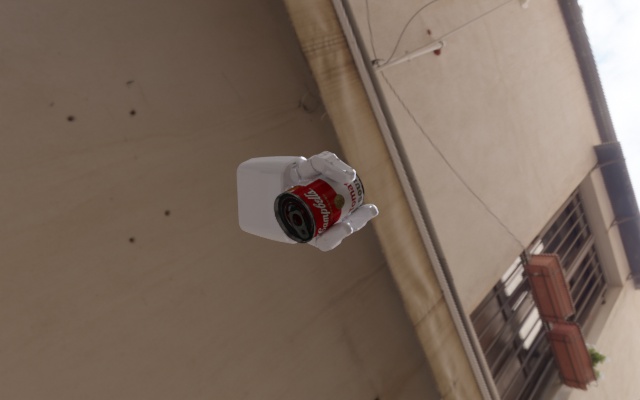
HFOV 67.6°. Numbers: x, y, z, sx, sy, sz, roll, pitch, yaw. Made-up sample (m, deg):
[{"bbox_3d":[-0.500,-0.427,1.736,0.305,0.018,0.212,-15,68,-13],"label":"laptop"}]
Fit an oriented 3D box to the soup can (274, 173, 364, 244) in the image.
[{"bbox_3d":[0.001,0.002,0.608,0.068,0.068,0.102,0,23,45],"label":"soup can"}]
